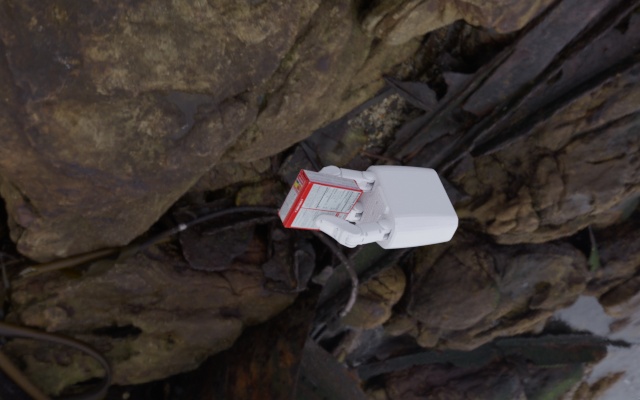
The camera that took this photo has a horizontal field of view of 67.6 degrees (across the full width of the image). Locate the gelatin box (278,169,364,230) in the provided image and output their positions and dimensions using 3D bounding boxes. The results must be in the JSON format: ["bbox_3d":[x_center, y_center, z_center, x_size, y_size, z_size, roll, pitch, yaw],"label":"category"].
[{"bbox_3d":[0.000,0.002,0.615,0.089,0.073,0.030,8,35,-36],"label":"gelatin box"}]
